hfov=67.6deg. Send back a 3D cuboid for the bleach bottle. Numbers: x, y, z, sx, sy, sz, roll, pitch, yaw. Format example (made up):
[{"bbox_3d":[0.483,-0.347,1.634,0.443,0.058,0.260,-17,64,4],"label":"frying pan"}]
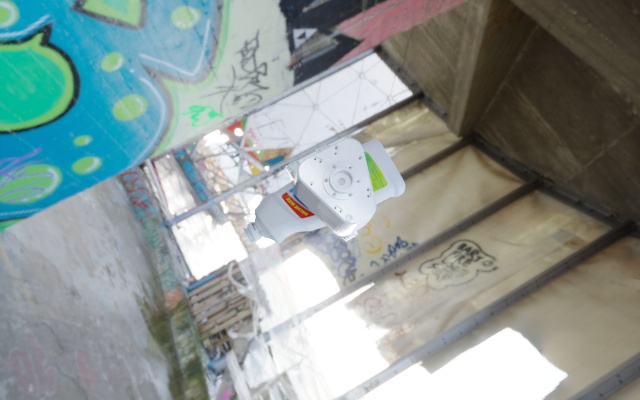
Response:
[{"bbox_3d":[0.000,0.002,0.752,0.251,0.102,0.068,-29,-9,-7],"label":"bleach bottle"}]
